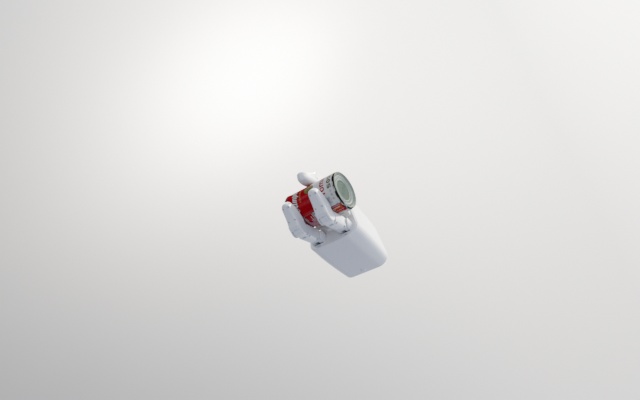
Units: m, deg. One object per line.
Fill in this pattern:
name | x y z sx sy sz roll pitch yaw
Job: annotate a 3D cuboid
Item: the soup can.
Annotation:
soup can | 0.000 0.002 0.797 0.102 0.068 0.068 -27 -13 27
